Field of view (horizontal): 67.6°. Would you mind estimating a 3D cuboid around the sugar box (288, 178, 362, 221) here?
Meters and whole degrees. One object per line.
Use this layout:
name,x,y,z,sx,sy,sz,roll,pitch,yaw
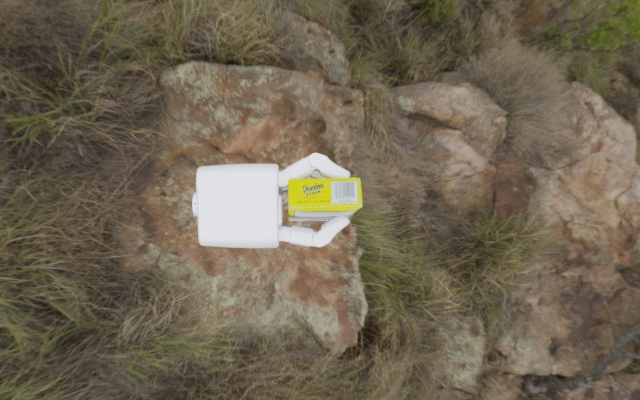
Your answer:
sugar box,0.000,0.002,0.675,0.093,0.048,0.176,0,-5,-5
